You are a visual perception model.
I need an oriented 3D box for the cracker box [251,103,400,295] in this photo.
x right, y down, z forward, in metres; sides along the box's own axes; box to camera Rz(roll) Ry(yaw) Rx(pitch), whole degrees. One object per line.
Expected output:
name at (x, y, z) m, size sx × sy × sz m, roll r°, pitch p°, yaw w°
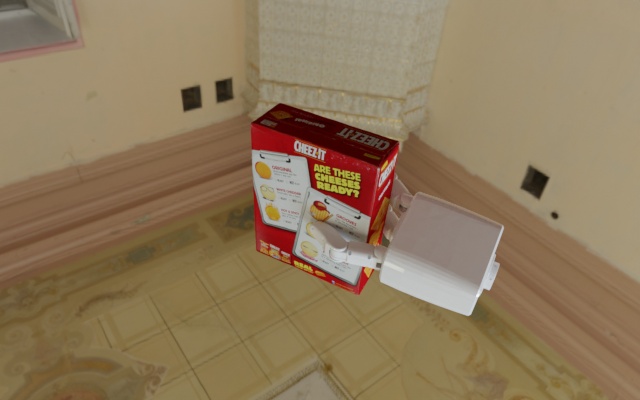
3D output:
cracker box at (0.000, 0.002, 0.608) m, size 0.164 × 0.214 × 0.072 m, roll 21°, pitch 43°, yaw 19°
